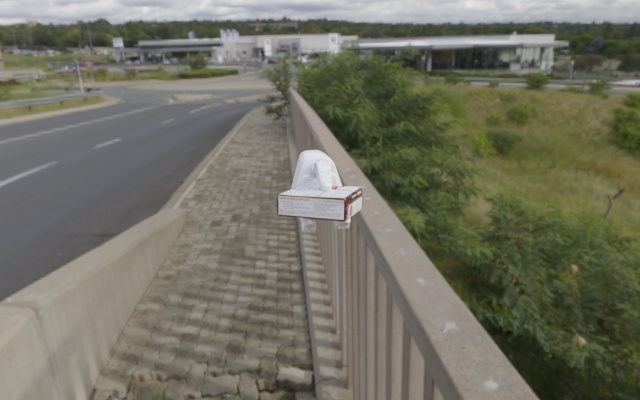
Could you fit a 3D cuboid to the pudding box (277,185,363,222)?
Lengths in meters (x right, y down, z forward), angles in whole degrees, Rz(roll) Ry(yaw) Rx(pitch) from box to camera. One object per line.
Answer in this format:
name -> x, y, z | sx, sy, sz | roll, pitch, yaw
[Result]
pudding box -> 0.000, 0.002, 0.745 | 0.113, 0.039, 0.090 | 2, 13, 21
